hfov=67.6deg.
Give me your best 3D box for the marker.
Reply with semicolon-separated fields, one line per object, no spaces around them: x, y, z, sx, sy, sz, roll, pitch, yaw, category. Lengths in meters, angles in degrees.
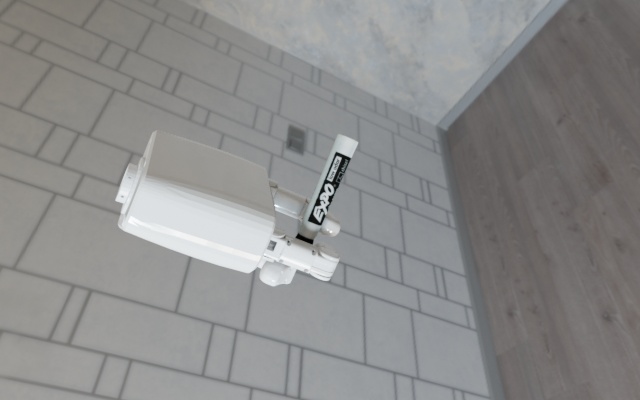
0.000;0.001;0.413;0.020;0.121;0.020;23;6;-2;marker
